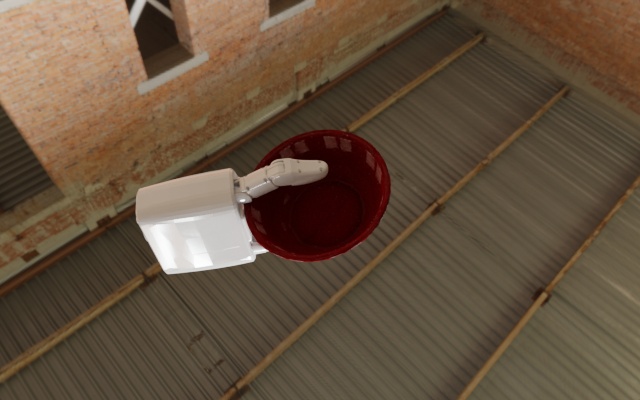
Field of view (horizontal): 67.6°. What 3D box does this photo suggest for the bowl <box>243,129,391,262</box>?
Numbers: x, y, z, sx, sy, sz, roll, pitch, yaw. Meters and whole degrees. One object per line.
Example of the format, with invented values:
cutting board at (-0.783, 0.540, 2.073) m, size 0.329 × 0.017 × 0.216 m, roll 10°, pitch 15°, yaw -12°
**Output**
bowl at (0.001, 0.002, 0.528) m, size 0.162 × 0.162 × 0.055 m, roll 0°, pitch -29°, yaw 16°
